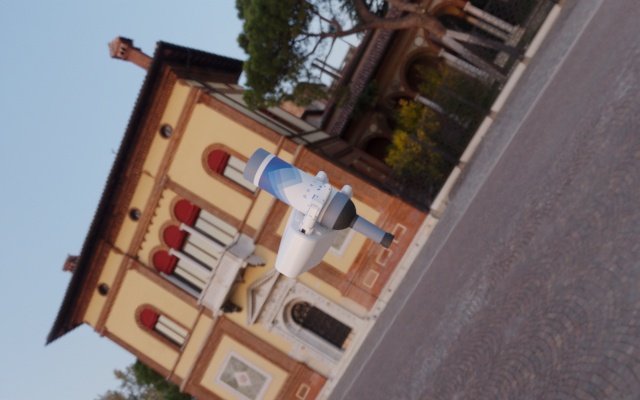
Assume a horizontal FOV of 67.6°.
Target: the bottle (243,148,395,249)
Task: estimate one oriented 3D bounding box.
[{"bbox_3d":[0.000,0.003,0.873,0.295,0.069,0.069,30,4,7],"label":"bottle"}]
